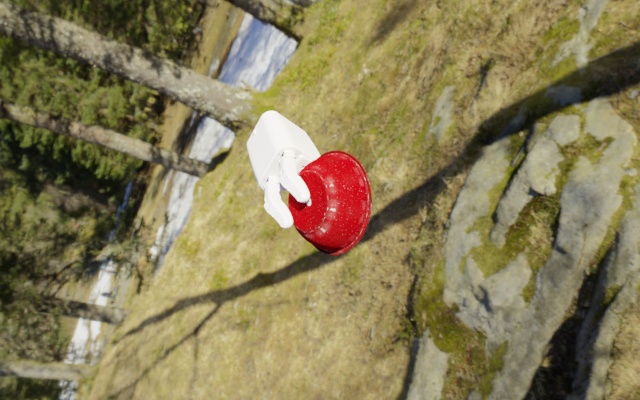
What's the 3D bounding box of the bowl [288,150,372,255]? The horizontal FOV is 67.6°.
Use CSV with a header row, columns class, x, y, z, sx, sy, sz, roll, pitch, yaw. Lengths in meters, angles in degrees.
class,x,y,z,sx,sy,sz,roll,pitch,yaw
bowl,0.001,0.003,0.717,0.055,0.162,0.162,3,-2,-42
